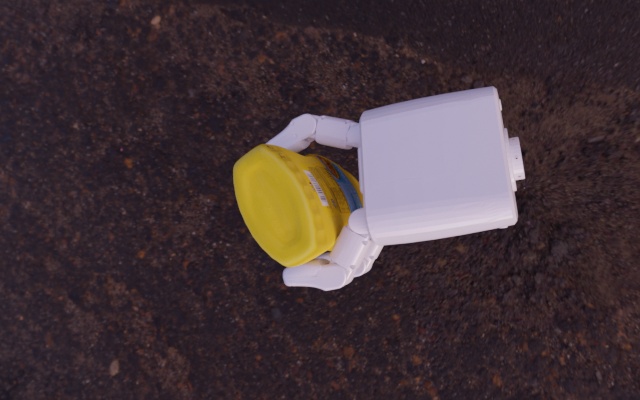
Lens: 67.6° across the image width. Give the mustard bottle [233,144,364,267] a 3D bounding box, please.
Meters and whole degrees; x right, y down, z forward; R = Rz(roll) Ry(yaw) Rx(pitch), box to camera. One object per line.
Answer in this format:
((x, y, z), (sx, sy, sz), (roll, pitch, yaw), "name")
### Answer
((0.000, 0.002, 0.443), (0.058, 0.096, 0.191), (-34, -11, 20), "mustard bottle")
